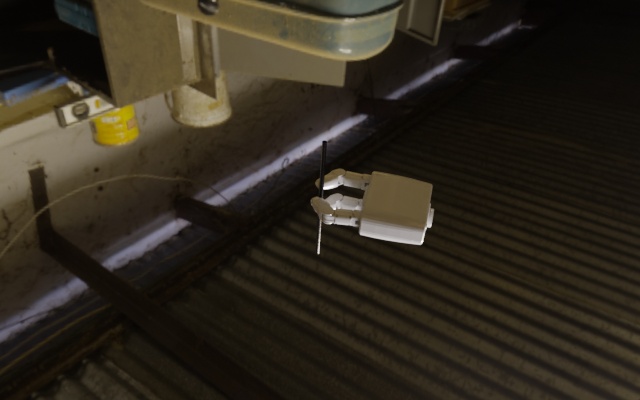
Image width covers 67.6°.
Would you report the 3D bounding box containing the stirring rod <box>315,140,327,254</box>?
[{"bbox_3d":[0.000,0.003,0.832,0.011,0.240,0.011,2,37,-2],"label":"stirring rod"}]
